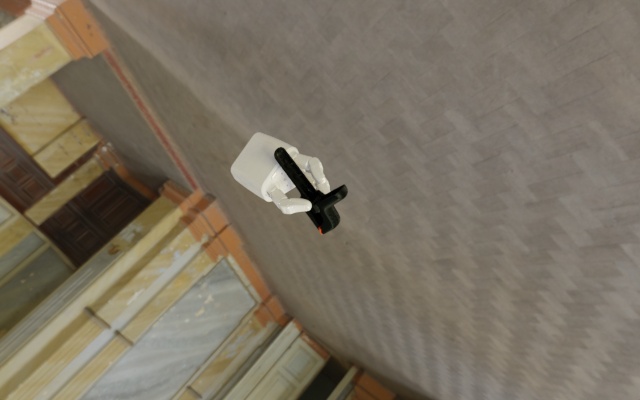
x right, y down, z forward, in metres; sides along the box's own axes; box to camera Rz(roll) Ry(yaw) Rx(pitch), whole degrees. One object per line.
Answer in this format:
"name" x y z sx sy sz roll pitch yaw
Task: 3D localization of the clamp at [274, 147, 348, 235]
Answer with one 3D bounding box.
"clamp" 0.000 0.004 0.892 0.164 0.036 0.210 31 -25 35
